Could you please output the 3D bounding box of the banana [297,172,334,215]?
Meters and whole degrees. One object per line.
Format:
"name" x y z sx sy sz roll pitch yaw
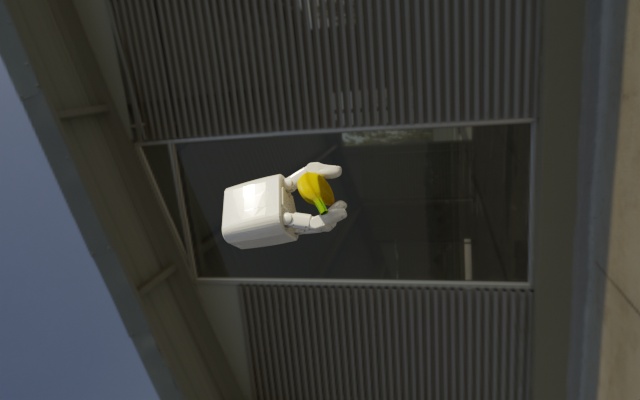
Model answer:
"banana" -0.007 -0.014 0.780 0.037 0.069 0.198 -22 2 8
